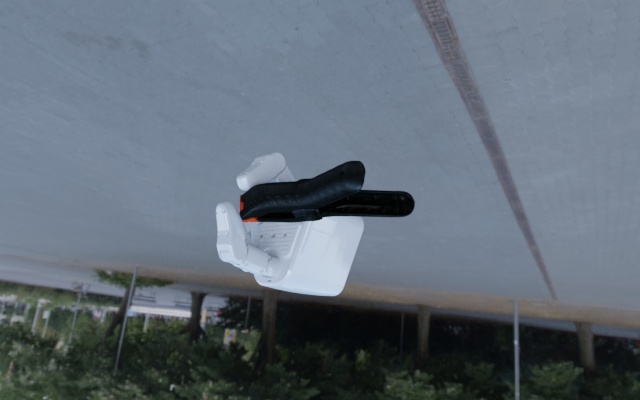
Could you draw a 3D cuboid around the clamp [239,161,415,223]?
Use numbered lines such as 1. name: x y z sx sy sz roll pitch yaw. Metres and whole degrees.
1. clamp: 0.000 0.002 0.451 0.171 0.039 0.120 -7 -23 39
